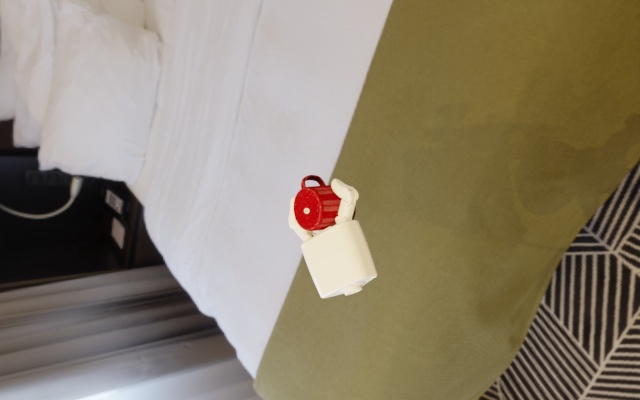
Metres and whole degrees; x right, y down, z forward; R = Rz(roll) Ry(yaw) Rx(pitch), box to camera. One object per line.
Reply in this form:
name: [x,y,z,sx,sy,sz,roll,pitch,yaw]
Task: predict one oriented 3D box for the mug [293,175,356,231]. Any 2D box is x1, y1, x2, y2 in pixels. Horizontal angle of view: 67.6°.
mug: [0.000,0.002,0.889,0.081,0.117,0.093,-5,-25,-42]
